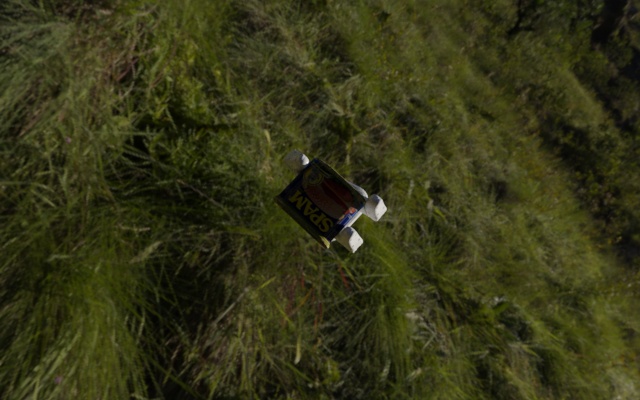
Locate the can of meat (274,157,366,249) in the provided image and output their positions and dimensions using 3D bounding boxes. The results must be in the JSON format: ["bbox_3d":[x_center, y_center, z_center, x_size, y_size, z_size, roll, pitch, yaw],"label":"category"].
[{"bbox_3d":[0.000,0.002,0.664,0.102,0.084,0.057,43,-9,3],"label":"can of meat"}]
